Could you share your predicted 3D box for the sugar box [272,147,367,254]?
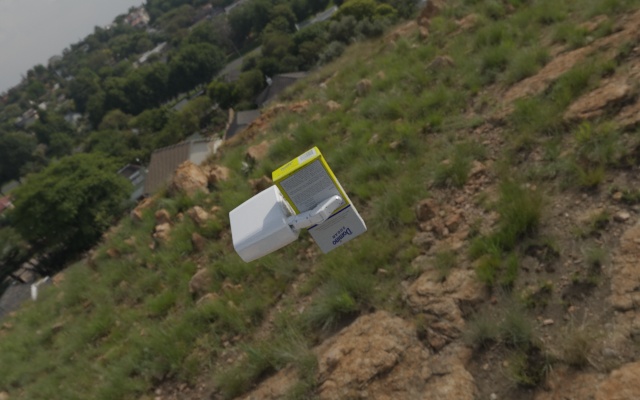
[{"bbox_3d":[0.000,0.003,0.847,0.093,0.176,0.048,-30,29,7],"label":"sugar box"}]
